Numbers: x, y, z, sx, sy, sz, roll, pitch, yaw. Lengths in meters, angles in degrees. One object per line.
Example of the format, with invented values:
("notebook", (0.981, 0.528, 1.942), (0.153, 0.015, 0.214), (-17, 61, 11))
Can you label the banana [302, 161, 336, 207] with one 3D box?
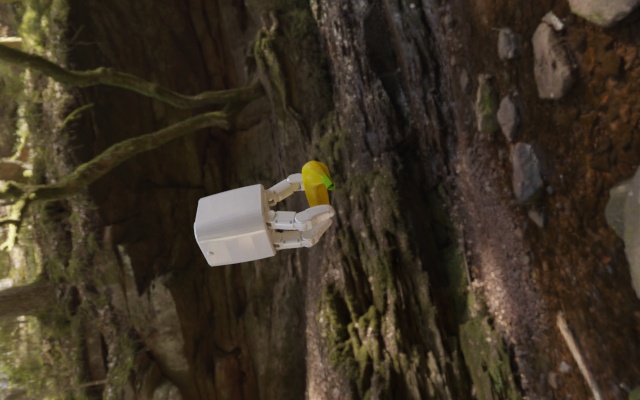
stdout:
("banana", (-0.005, -0.016, 0.740), (0.037, 0.069, 0.198), (-15, -16, -4))
